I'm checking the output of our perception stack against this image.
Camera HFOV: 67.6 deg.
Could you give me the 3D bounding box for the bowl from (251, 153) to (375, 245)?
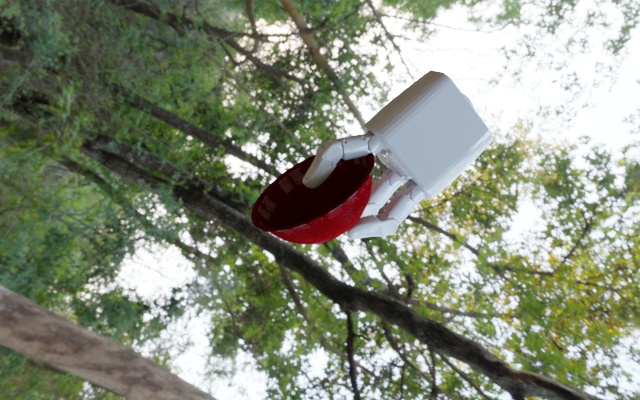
[{"bbox_3d":[-0.001,0.003,0.569,0.162,0.055,0.162,-23,27,13],"label":"bowl"}]
